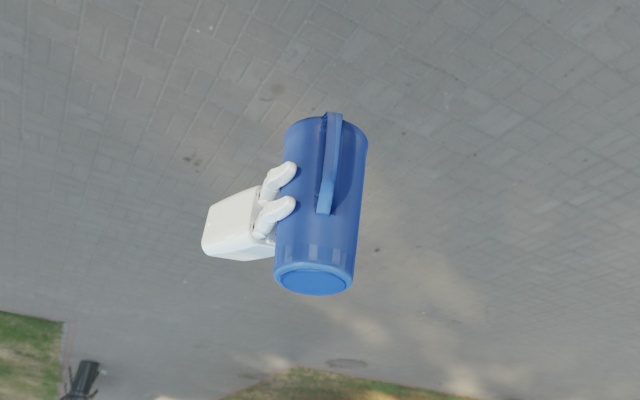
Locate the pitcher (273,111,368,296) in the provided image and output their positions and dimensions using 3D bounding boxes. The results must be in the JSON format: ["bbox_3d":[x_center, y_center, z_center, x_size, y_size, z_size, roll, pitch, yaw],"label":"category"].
[{"bbox_3d":[0.000,0.002,0.687,0.145,0.242,0.149,-17,-37,32],"label":"pitcher"}]
